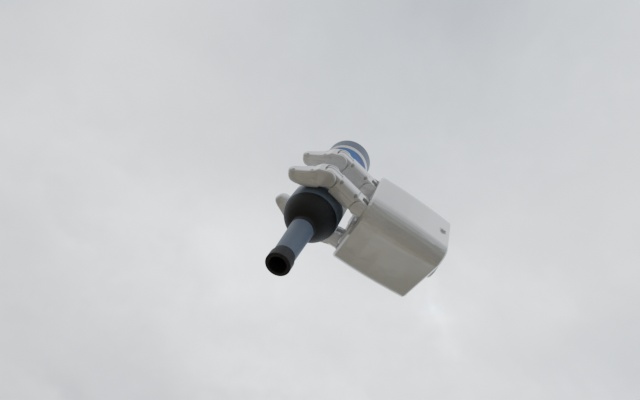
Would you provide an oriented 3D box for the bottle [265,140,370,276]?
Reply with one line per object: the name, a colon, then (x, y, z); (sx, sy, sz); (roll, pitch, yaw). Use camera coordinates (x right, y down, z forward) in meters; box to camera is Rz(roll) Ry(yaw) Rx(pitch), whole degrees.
bottle: (0.000, 0.002, 0.593); (0.069, 0.069, 0.295); (0, 25, 18)
